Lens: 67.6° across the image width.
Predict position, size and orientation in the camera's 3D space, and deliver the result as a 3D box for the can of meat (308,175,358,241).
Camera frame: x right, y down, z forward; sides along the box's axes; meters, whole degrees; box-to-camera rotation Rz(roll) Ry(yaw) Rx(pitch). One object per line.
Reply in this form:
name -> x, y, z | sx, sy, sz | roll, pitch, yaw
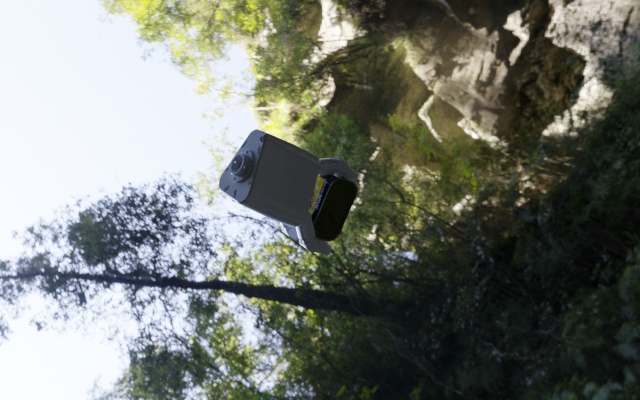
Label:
can of meat -> 0.000, 0.002, 0.773 | 0.057, 0.102, 0.084 | 19, 6, -41
